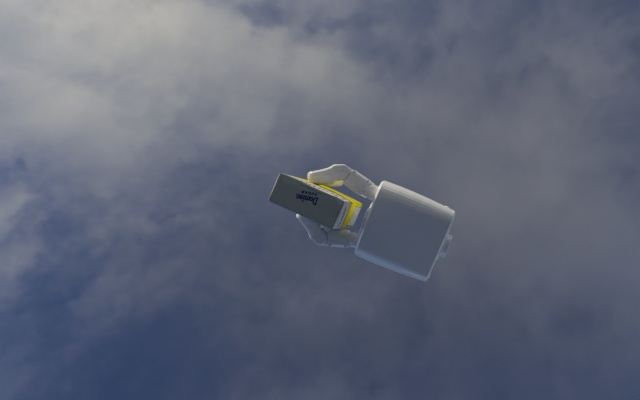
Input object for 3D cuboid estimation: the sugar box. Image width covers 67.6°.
[{"bbox_3d":[0.000,0.002,0.674,0.093,0.048,0.176,24,1,11],"label":"sugar box"}]
